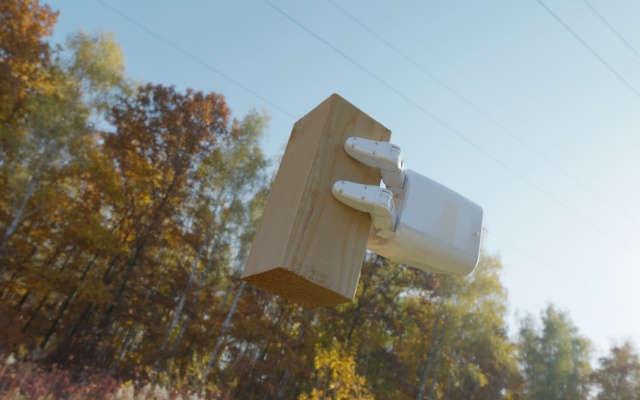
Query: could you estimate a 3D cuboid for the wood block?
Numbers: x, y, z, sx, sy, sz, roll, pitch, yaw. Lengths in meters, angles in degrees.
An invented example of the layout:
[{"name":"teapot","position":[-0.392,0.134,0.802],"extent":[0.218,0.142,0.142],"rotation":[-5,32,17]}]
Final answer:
[{"name":"wood block","position":[0.000,0.002,0.522],"extent":[0.090,0.206,0.091],"rotation":[29,-30,-23]}]
